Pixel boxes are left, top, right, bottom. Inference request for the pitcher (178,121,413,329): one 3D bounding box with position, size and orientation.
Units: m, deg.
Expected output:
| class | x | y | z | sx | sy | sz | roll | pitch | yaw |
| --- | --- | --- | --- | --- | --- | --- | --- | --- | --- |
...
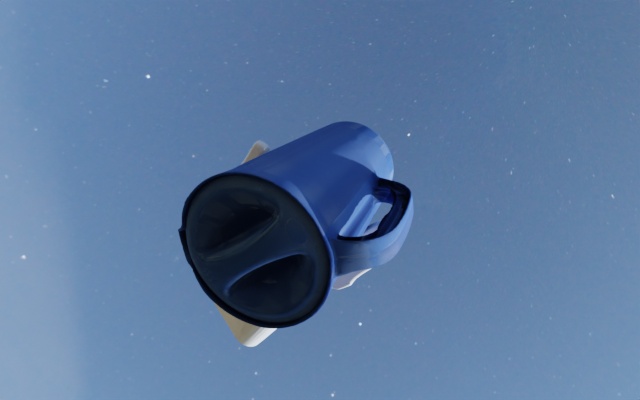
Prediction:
| class | x | y | z | sx | sy | sz | roll | pitch | yaw |
| --- | --- | --- | --- | --- | --- | --- | --- | --- | --- |
| pitcher | 0.000 | 0.002 | 0.458 | 0.149 | 0.145 | 0.242 | 41 | 32 | 3 |
